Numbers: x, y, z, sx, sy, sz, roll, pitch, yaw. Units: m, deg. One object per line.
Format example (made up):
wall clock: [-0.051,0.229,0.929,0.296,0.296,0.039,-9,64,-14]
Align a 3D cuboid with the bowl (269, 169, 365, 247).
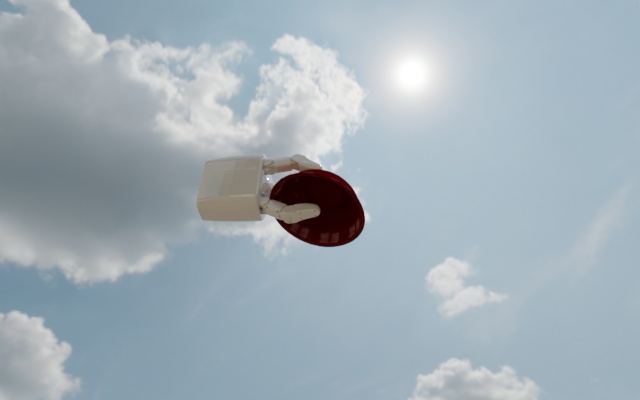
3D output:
bowl: [0.002,0.003,0.791,0.162,0.162,0.055,0,40,21]
